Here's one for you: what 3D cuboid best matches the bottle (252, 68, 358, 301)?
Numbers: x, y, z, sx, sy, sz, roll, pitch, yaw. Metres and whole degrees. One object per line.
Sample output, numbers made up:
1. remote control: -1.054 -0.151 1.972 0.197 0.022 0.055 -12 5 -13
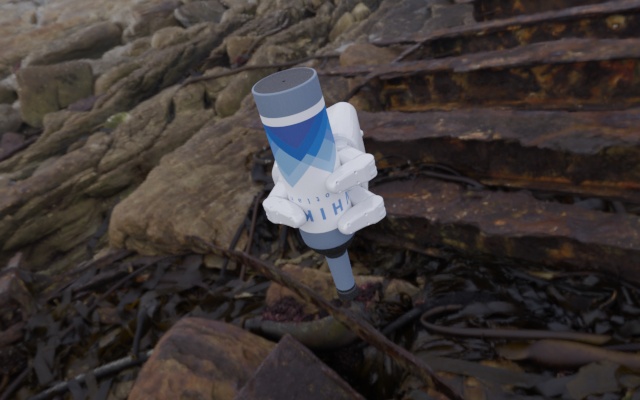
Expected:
1. bottle: 0.000 0.002 0.546 0.069 0.296 0.069 -12 32 8
